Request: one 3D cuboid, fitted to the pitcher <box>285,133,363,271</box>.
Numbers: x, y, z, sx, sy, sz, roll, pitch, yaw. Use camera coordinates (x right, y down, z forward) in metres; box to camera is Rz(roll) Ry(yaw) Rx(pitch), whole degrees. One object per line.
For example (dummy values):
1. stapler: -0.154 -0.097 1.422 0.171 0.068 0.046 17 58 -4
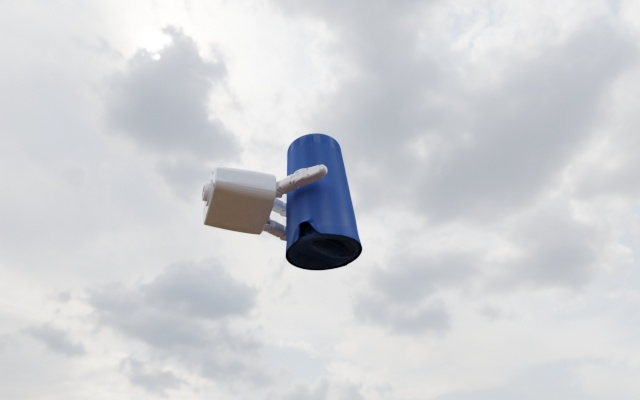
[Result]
1. pitcher: 0.000 0.003 0.888 0.145 0.242 0.149 8 -36 -19
